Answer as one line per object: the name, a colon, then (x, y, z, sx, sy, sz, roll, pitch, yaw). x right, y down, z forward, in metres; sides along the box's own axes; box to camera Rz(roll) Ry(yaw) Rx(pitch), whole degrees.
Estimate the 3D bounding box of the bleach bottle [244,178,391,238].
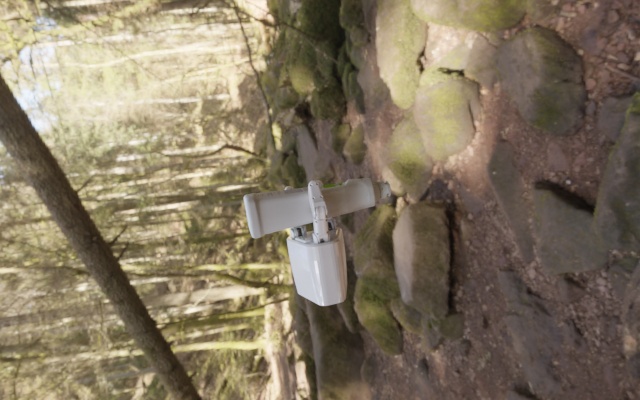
bleach bottle: (0.000, 0.003, 0.812, 0.251, 0.068, 0.102, -10, 11, -10)
